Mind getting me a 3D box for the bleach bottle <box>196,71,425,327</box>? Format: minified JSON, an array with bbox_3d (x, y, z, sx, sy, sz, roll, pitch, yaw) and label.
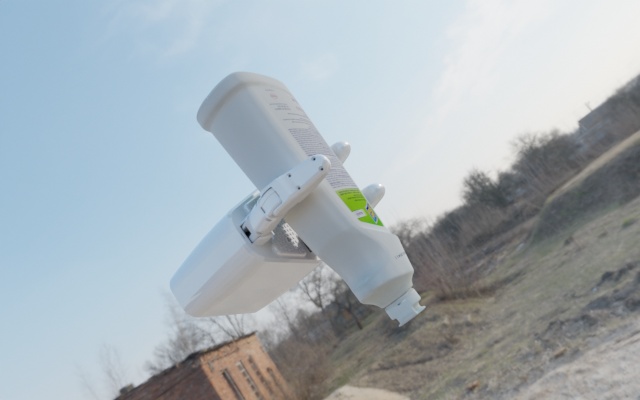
[{"bbox_3d":[0.000,0.001,0.422,0.068,0.250,0.102,-43,-14,25],"label":"bleach bottle"}]
